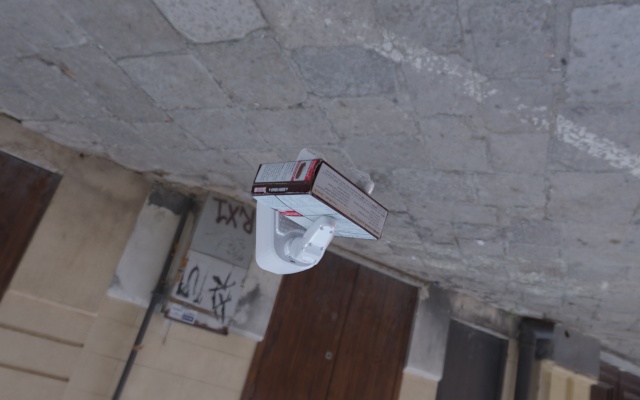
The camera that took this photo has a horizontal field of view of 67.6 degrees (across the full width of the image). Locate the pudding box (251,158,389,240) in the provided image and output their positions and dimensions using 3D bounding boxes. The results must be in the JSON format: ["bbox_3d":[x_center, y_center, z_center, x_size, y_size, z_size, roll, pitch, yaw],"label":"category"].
[{"bbox_3d":[0.000,0.002,0.480,0.090,0.039,0.113,-1,-25,44],"label":"pudding box"}]
